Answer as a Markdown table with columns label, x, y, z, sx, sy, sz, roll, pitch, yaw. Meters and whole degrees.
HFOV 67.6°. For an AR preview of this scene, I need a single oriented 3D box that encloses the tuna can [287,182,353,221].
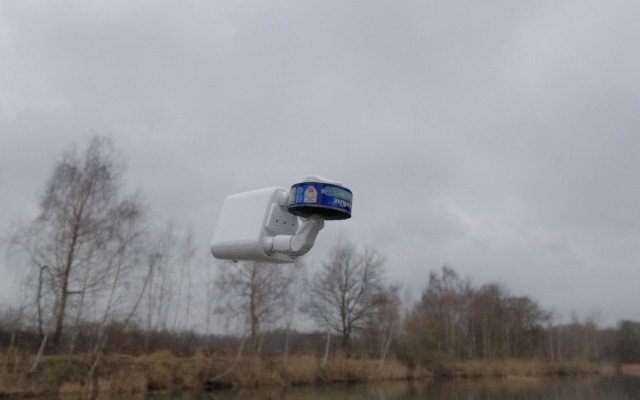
| label | x | y | z | sx | sy | sz | roll | pitch | yaw |
| --- | --- | --- | --- | --- | --- | --- | --- | --- | --- |
| tuna can | 0.000 | 0.002 | 0.636 | 0.086 | 0.033 | 0.086 | 5 | -13 | 1 |
